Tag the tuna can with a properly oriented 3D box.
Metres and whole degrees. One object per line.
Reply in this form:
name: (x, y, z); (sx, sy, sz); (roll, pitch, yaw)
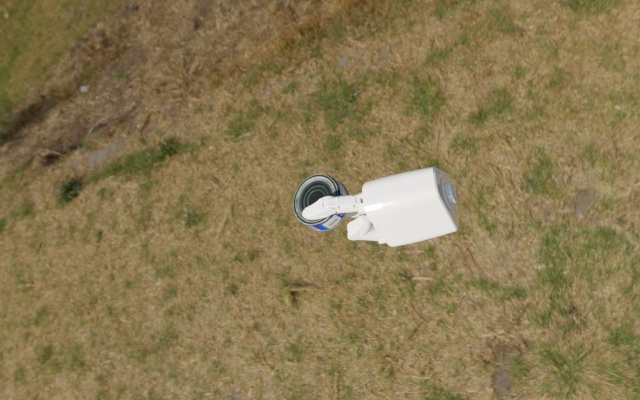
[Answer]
tuna can: (0.000, 0.002, 0.744); (0.086, 0.086, 0.034); (0, -16, 33)
